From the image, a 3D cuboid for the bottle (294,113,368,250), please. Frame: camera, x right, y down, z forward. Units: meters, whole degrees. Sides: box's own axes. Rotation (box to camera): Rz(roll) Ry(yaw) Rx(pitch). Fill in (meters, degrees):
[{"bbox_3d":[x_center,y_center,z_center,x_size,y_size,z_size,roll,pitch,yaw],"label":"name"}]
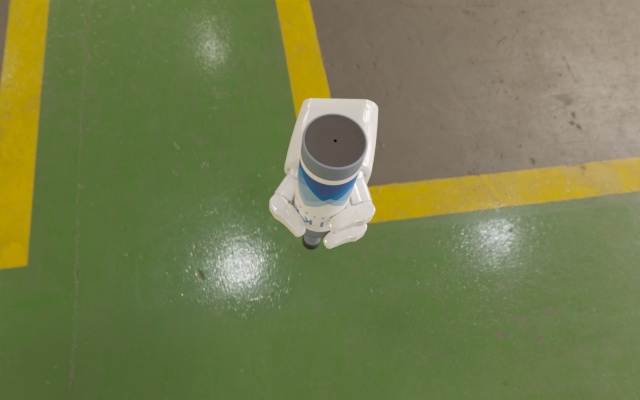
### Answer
[{"bbox_3d":[0.000,0.002,0.608,0.069,0.069,0.296,0,-25,-6],"label":"bottle"}]
